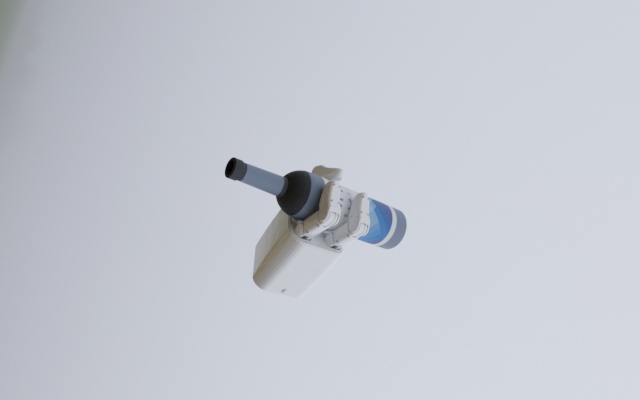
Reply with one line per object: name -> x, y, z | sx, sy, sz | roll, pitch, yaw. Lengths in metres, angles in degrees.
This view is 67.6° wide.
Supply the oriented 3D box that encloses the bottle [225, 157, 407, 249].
bottle -> 0.000, 0.002, 0.676 | 0.296, 0.069, 0.069 | 21, -13, -35
